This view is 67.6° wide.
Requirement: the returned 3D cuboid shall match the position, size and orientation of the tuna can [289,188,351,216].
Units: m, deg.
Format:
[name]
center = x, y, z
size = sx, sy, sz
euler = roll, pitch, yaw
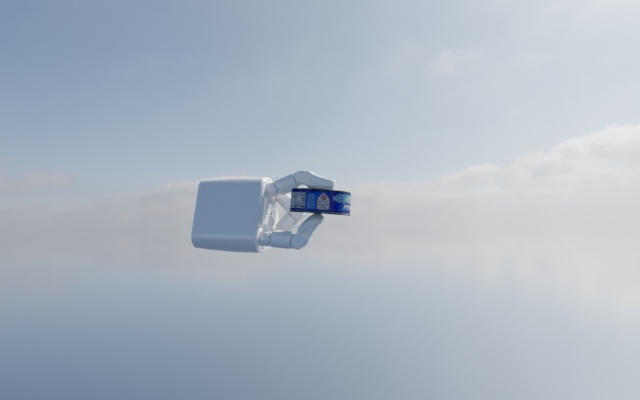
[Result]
[tuna can]
center = 0.000, 0.002, 0.669
size = 0.086, 0.034, 0.086
euler = 4, -2, 0
